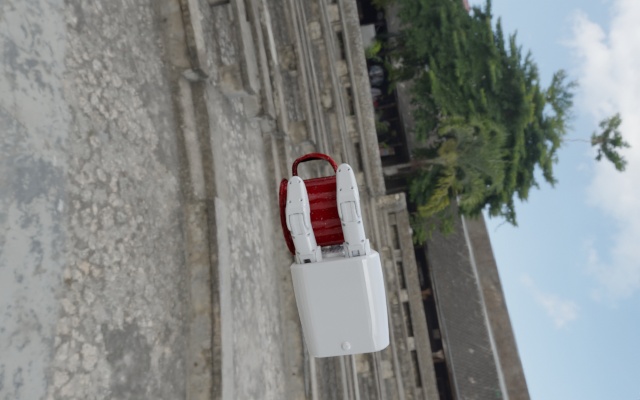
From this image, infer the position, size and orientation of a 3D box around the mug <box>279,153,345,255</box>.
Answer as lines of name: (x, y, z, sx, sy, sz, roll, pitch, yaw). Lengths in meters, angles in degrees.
mug: (0.000, 0.000, 0.565, 0.081, 0.117, 0.093, -8, 4, 8)
